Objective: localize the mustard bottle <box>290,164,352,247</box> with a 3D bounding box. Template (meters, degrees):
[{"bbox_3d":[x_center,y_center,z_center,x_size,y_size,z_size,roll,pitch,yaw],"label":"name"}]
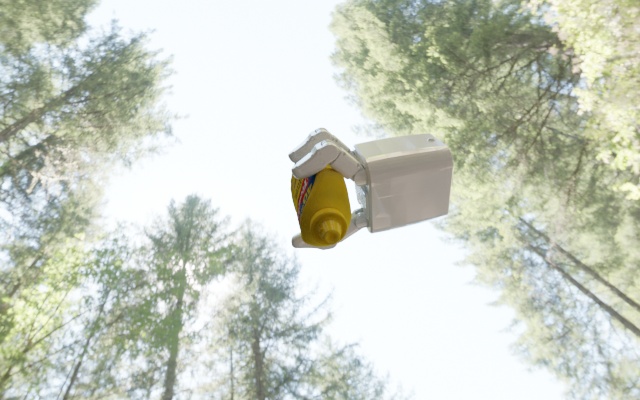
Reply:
[{"bbox_3d":[0.000,0.002,0.587,0.058,0.096,0.191,12,21,-14],"label":"mustard bottle"}]
